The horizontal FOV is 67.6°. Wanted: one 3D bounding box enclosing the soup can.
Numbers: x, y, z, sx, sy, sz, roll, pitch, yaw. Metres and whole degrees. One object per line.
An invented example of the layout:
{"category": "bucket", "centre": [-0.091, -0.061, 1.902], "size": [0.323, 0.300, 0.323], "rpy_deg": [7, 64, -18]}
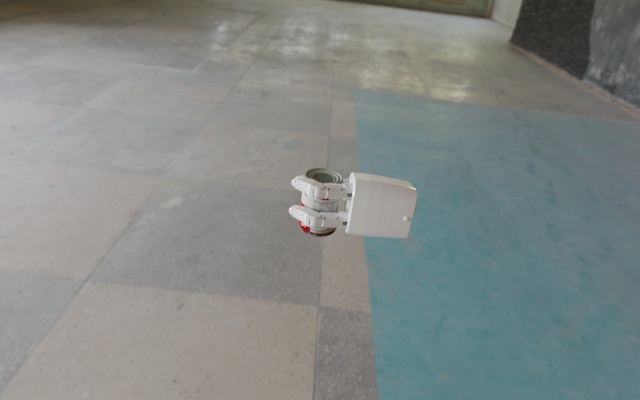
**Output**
{"category": "soup can", "centre": [0.000, 0.002, 0.832], "size": [0.068, 0.102, 0.068], "rpy_deg": [6, 29, -3]}
